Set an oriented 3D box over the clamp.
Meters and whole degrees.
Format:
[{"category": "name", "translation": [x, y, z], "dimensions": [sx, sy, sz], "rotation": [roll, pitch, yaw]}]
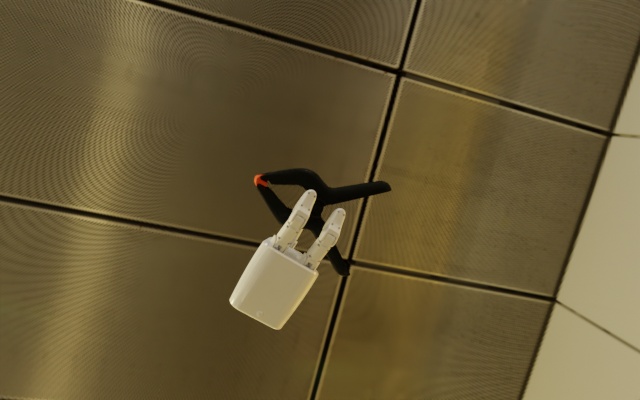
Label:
[{"category": "clamp", "translation": [-0.001, 0.002, 0.739], "dimensions": [0.210, 0.164, 0.036], "rotation": [32, -1, -16]}]
